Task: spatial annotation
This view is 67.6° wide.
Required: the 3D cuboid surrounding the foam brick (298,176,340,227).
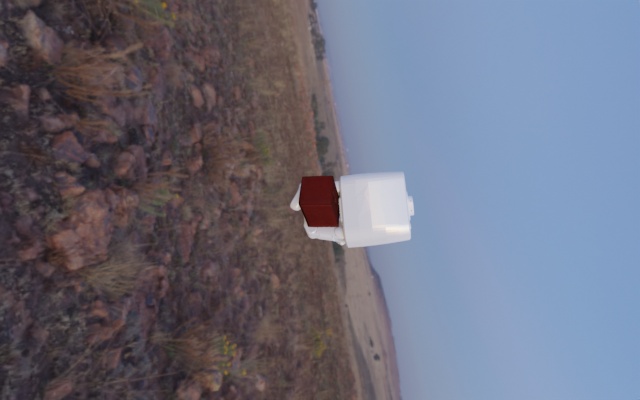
[{"bbox_3d":[0.000,0.002,0.757,0.051,0.053,0.078,-1,-30,11],"label":"foam brick"}]
